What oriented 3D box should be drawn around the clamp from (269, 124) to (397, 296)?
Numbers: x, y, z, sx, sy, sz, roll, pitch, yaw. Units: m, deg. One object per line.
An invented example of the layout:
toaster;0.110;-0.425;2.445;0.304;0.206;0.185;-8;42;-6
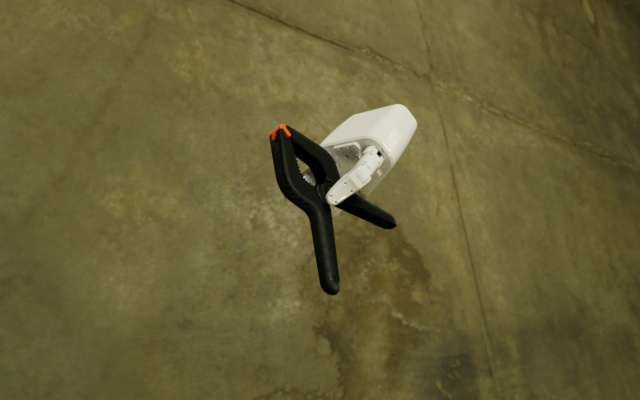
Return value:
clamp;0.000;0.001;0.597;0.036;0.210;0.164;-28;16;46
